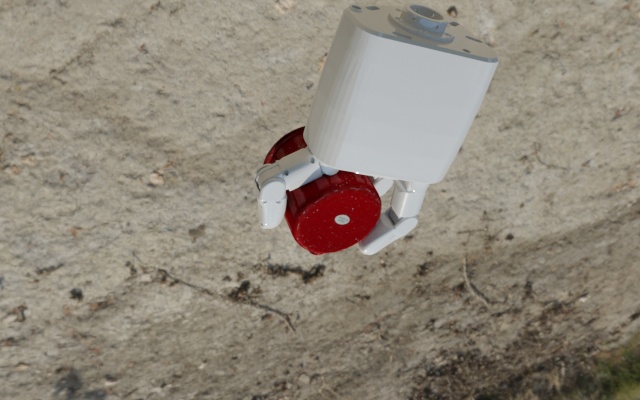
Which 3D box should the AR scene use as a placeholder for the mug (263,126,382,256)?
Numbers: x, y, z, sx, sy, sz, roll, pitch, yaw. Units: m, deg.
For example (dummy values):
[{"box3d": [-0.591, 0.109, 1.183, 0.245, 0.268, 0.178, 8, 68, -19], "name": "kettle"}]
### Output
[{"box3d": [0.000, 0.003, 0.435, 0.093, 0.117, 0.081, -3, 42, -24], "name": "mug"}]
